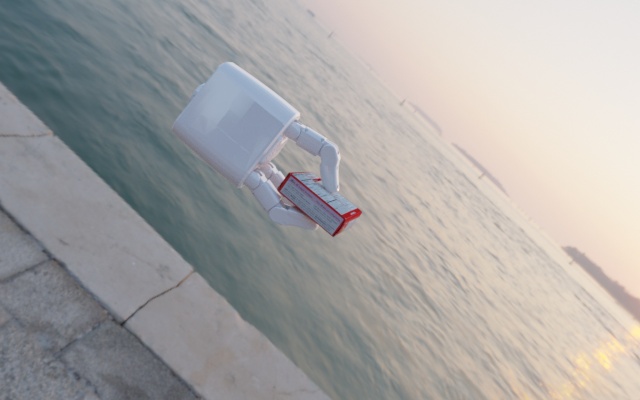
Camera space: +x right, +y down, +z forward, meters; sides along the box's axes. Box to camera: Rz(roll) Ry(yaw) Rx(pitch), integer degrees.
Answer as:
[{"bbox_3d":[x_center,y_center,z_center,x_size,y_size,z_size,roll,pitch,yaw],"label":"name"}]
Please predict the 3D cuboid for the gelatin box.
[{"bbox_3d":[0.001,0.002,0.575,0.089,0.030,0.073,38,16,12],"label":"gelatin box"}]
